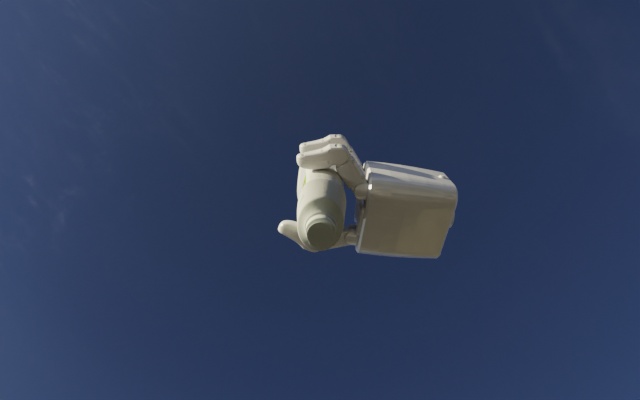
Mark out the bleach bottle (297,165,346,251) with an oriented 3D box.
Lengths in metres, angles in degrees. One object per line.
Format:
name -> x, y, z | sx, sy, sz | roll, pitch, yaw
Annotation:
bleach bottle -> 0.000, 0.002, 0.597 | 0.068, 0.103, 0.250 | 6, 19, -1
